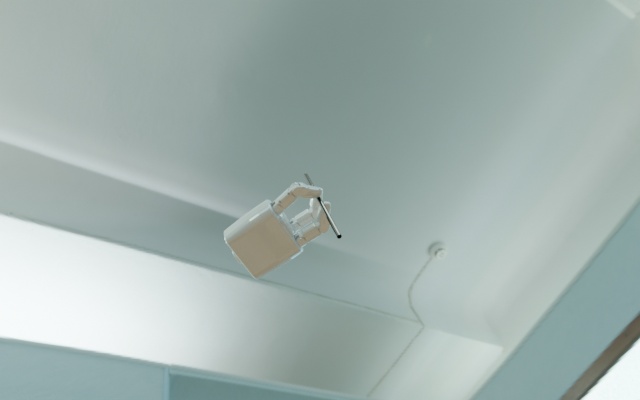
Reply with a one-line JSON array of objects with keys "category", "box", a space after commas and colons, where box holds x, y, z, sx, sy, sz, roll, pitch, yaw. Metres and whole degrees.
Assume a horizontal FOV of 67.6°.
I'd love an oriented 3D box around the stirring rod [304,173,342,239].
[{"category": "stirring rod", "box": [0.000, 0.003, 0.873, 0.011, 0.011, 0.239, 0, 28, -17]}]
